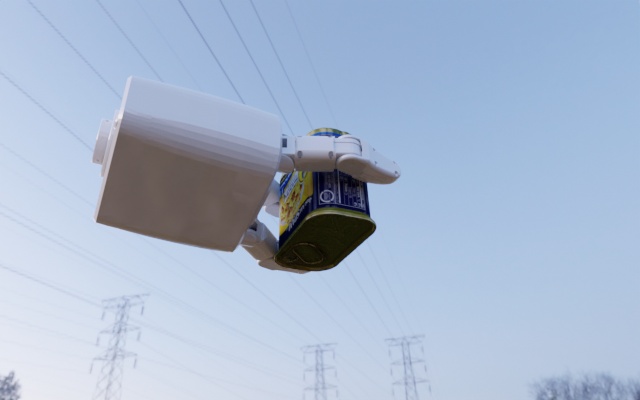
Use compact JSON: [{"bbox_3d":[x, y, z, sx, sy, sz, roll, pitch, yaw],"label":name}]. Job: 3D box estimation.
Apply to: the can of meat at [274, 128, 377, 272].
[{"bbox_3d":[0.000,0.001,0.404,0.057,0.084,0.102,11,-34,-21],"label":"can of meat"}]
